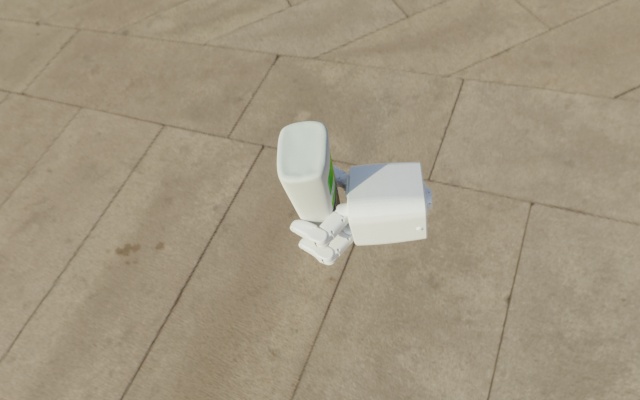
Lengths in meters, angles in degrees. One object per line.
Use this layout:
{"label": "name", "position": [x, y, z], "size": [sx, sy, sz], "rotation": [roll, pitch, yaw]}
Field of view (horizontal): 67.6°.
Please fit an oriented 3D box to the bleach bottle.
{"label": "bleach bottle", "position": [0.000, 0.002, 0.709], "size": [0.068, 0.102, 0.251], "rotation": [-5, -33, 10]}
